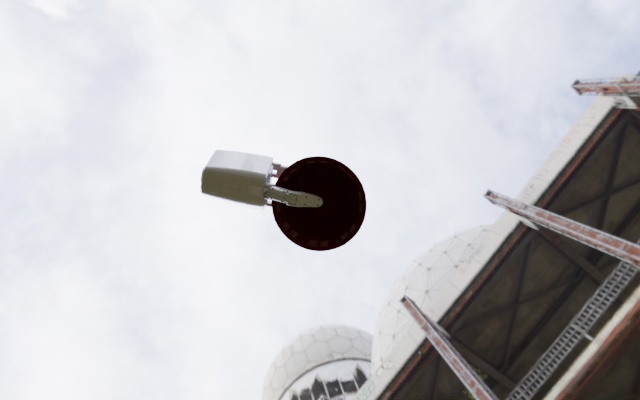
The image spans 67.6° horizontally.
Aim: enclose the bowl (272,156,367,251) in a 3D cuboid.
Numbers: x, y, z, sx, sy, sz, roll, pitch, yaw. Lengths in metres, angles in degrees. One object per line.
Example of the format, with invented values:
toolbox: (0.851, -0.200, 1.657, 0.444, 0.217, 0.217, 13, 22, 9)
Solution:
bowl: (0.001, 0.003, 0.823, 0.162, 0.162, 0.055, 0, 9, 9)
